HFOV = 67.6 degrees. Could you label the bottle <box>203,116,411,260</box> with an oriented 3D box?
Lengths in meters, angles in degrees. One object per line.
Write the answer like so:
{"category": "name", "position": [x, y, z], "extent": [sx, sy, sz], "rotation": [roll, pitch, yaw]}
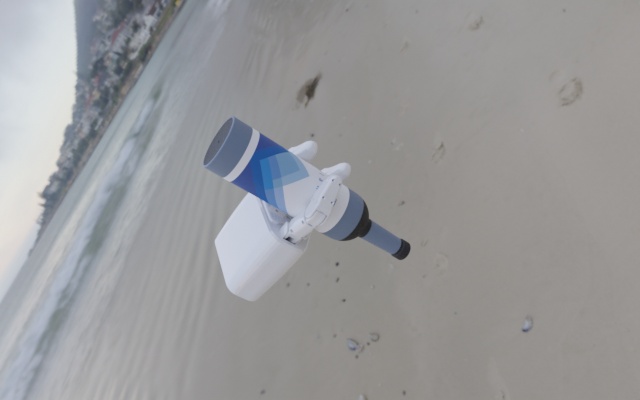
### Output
{"category": "bottle", "position": [0.000, 0.002, 0.596], "extent": [0.296, 0.069, 0.069], "rotation": [31, -14, -25]}
